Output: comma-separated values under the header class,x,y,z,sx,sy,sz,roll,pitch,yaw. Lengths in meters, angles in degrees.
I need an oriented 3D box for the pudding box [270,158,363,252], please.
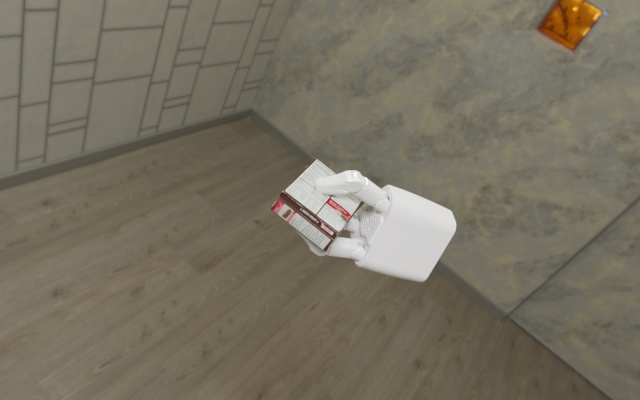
class,x,y,z,sx,sy,sz,roll,pitch,yaw
pudding box,0.000,0.002,0.623,0.090,0.039,0.113,37,34,2
